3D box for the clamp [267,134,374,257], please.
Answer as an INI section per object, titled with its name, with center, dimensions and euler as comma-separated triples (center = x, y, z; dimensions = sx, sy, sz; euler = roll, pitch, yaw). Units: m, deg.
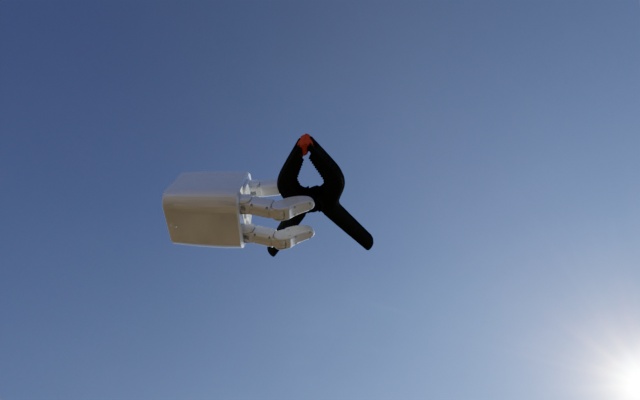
[clamp]
center = 0.000, 0.001, 0.690
dimensions = 0.164, 0.210, 0.036
euler = 0, 37, 0
